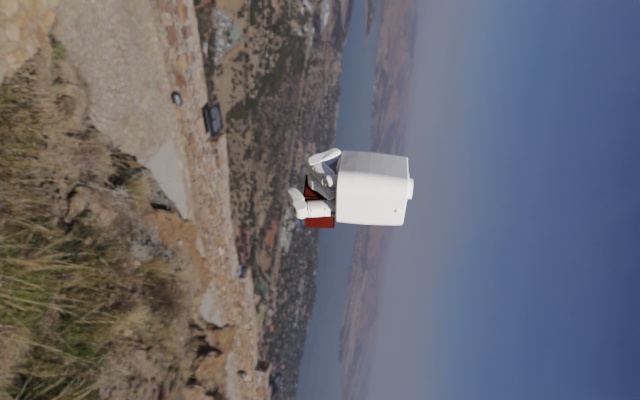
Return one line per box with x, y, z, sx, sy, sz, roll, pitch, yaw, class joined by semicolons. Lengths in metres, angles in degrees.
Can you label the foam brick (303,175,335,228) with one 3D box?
0.000;0.003;0.796;0.051;0.053;0.078;2;-42;3;foam brick
